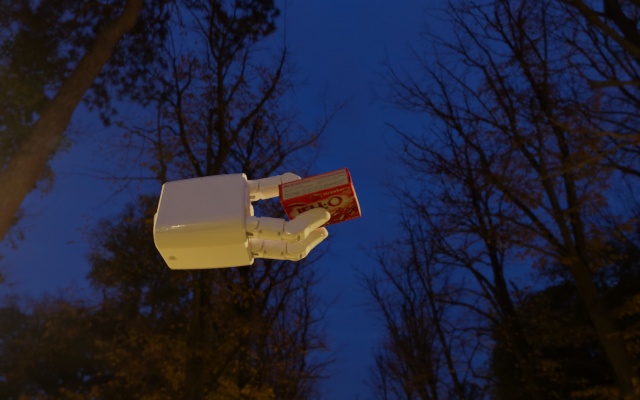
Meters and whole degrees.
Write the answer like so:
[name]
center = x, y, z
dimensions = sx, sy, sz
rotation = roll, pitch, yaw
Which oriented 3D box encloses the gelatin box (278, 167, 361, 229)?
[gelatin box]
center = 0.000, 0.002, 0.594
dimensions = 0.089, 0.030, 0.073
rotation = -15, -38, 6
